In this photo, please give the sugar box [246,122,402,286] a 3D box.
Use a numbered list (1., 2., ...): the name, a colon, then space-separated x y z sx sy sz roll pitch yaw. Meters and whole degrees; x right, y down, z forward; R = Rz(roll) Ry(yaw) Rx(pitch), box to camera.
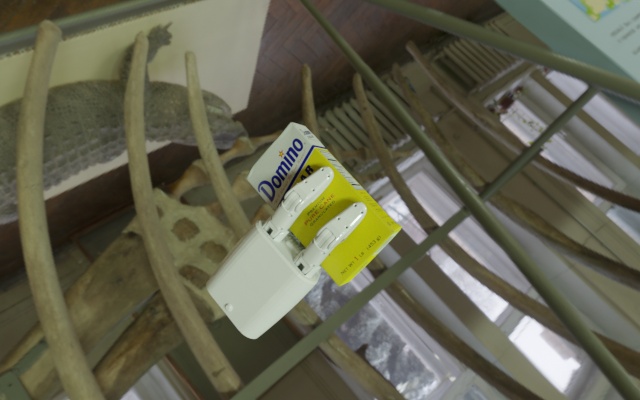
1. sugar box: 0.000 0.002 0.556 0.176 0.093 0.048 46 17 14
